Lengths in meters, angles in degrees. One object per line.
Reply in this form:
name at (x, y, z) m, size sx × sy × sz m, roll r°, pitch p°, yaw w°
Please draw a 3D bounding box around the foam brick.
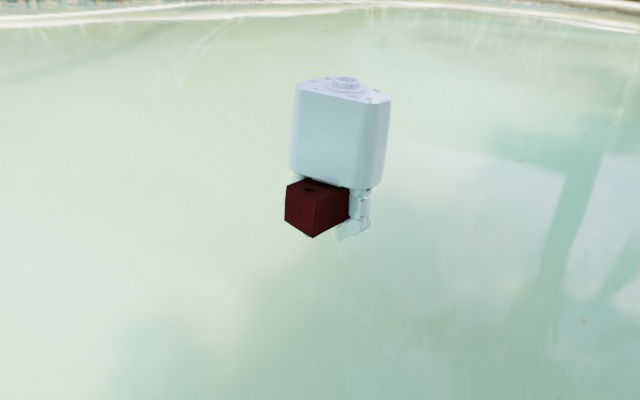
foam brick at (0.000, 0.002, 0.588) m, size 0.053 × 0.051 × 0.078 m, roll 27°, pitch 35°, yaw 33°
